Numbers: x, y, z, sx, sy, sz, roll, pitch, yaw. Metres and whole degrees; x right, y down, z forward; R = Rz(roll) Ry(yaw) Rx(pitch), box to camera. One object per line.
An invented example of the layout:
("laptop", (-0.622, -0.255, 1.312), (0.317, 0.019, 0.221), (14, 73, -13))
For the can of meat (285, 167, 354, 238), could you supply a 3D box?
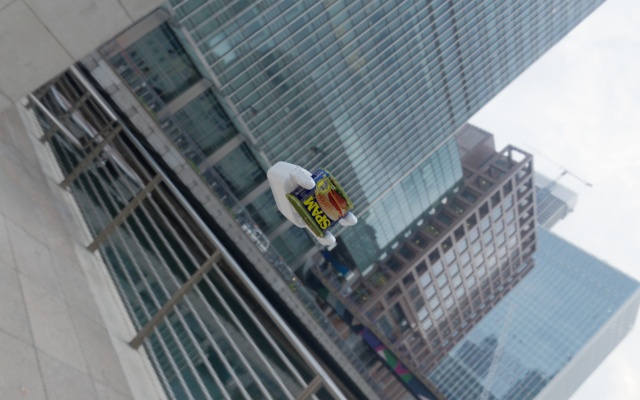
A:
("can of meat", (0.000, 0.003, 0.872), (0.084, 0.102, 0.057), (-40, 25, -11))
